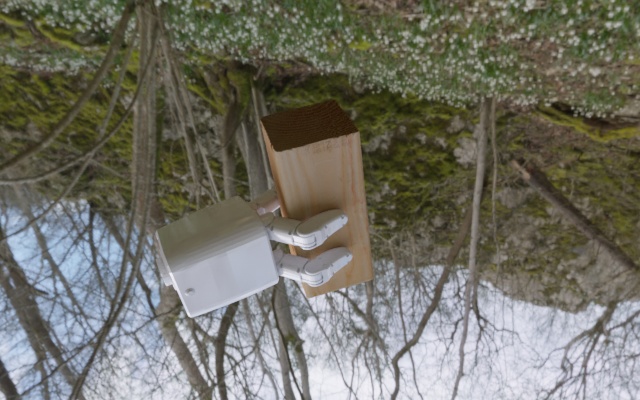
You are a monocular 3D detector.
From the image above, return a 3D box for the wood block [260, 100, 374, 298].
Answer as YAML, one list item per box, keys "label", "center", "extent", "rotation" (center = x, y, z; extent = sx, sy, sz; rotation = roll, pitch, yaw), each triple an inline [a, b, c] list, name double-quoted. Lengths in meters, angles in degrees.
- label: "wood block"
  center: [0.000, 0.002, 0.559]
  extent: [0.090, 0.206, 0.090]
  rotation: [-15, 36, -9]
